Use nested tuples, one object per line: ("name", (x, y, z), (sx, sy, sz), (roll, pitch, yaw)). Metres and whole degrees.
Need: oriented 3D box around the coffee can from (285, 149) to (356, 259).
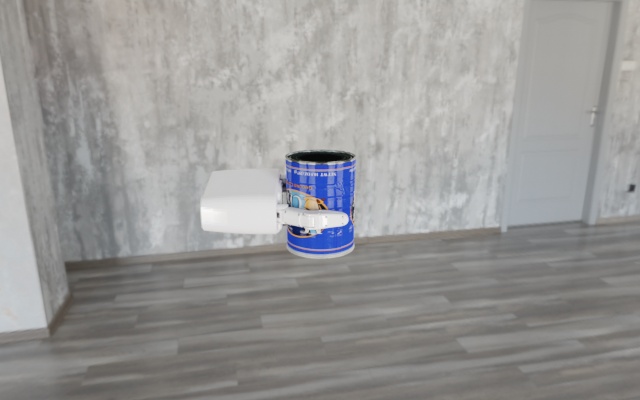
("coffee can", (0.000, 0.002, 0.705), (0.103, 0.140, 0.102), (0, 16, 0))
